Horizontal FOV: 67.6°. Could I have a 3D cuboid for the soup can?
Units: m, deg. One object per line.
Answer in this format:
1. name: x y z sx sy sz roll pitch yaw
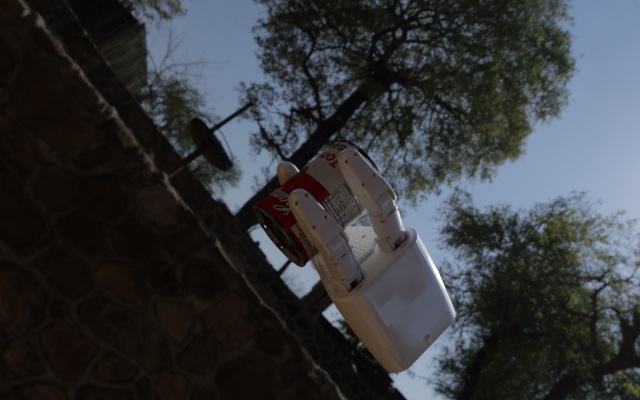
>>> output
1. soup can: 0.000 0.001 0.427 0.102 0.068 0.068 -40 13 -17
